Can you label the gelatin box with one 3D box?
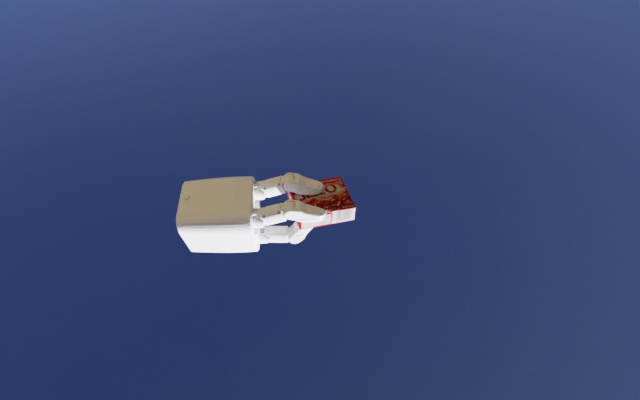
[{"bbox_3d":[0.000,0.003,0.723,0.089,0.030,0.073,-10,44,-13],"label":"gelatin box"}]
